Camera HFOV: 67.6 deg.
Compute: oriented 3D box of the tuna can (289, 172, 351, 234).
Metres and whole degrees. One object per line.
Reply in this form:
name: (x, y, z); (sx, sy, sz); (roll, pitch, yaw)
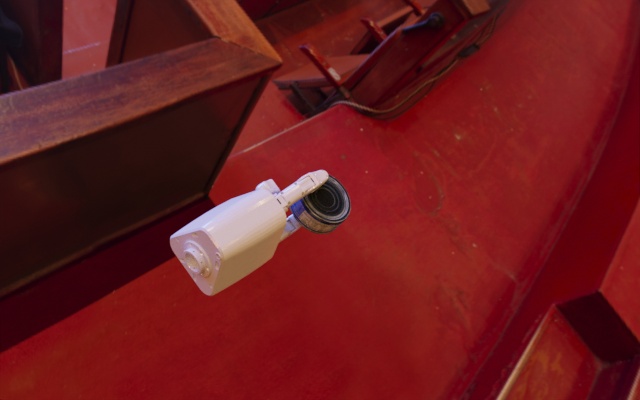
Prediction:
tuna can: (0.000, 0.002, 0.675); (0.086, 0.086, 0.034); (0, -29, -35)
